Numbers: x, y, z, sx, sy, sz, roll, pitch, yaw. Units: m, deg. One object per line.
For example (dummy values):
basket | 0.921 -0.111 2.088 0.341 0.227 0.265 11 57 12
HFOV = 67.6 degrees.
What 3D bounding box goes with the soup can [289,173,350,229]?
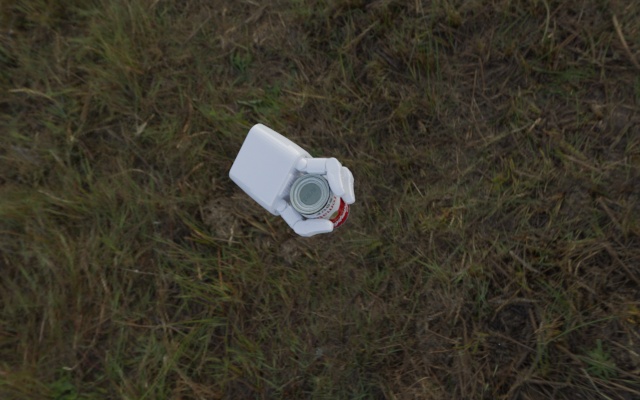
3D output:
soup can | 0.000 0.003 0.762 0.068 0.068 0.102 0 -16 21
